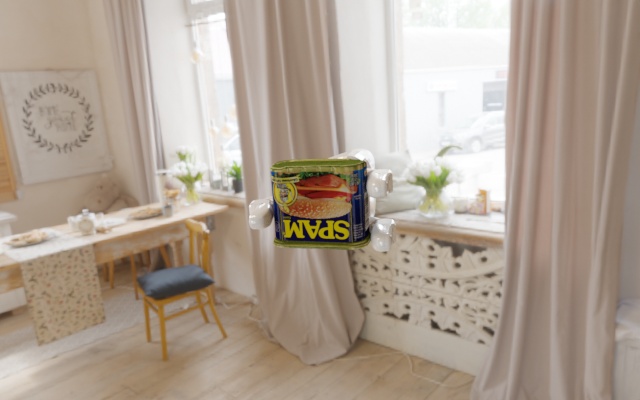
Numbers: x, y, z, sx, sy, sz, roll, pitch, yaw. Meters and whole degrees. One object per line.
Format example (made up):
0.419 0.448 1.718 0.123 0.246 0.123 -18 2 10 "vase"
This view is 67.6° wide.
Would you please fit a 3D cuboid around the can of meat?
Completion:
0.000 0.001 0.492 0.102 0.084 0.057 0 13 16 "can of meat"
